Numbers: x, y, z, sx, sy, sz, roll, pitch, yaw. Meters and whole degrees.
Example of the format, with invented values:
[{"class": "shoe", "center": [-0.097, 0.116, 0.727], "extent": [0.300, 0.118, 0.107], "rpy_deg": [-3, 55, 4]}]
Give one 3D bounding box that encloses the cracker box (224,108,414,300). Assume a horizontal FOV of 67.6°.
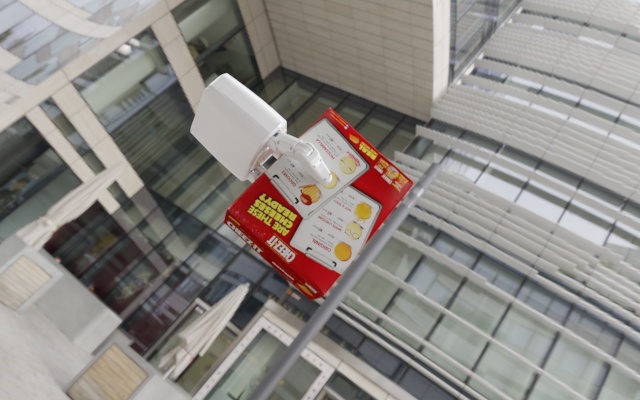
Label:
[{"class": "cracker box", "center": [0.000, 0.002, 0.656], "extent": [0.164, 0.213, 0.072], "rpy_deg": [42, -24, 0]}]
